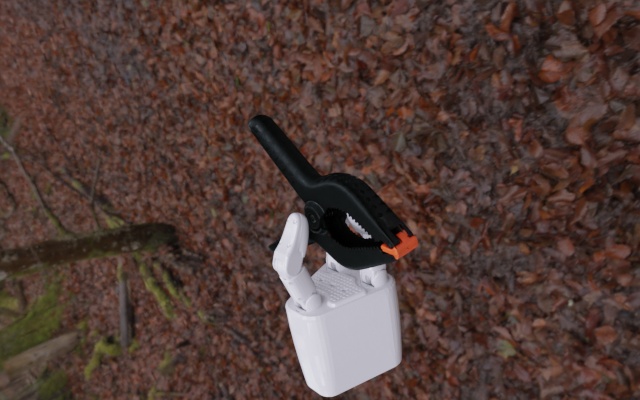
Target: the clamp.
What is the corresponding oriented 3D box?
[{"bbox_3d":[0.000,0.002,0.458,0.036,0.165,0.210,-27,26,-34],"label":"clamp"}]
